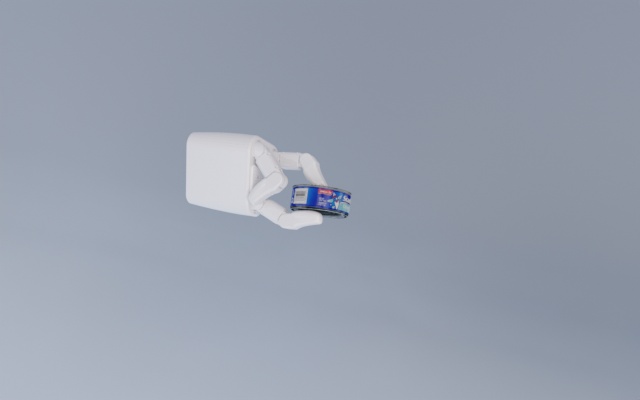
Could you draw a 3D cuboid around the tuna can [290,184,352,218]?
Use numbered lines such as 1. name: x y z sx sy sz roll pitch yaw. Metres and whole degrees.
1. tuna can: 0.000 0.003 0.680 0.086 0.033 0.086 8 -8 1
